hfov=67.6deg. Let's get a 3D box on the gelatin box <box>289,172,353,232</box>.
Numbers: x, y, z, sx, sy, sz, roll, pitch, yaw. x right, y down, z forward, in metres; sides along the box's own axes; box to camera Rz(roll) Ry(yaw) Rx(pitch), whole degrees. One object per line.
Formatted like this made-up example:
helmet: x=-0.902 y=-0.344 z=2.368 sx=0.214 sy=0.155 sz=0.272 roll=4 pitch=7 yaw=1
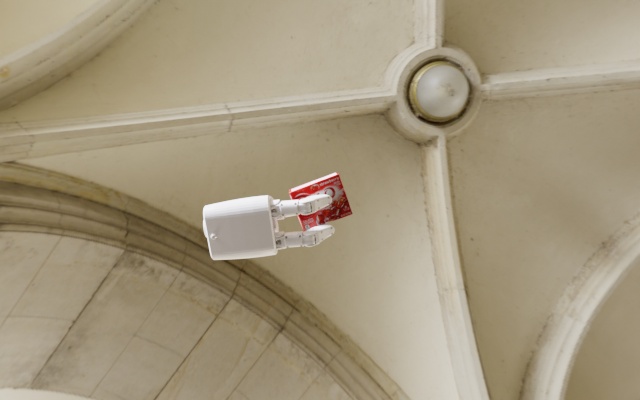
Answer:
gelatin box: x=0.000 y=0.002 z=0.799 sx=0.089 sy=0.073 sz=0.030 roll=-20 pitch=11 yaw=-2
